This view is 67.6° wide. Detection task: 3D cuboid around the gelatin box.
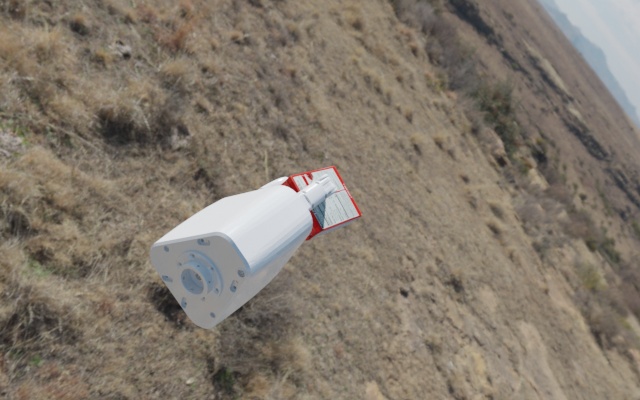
[{"bbox_3d":[0.001,0.002,0.568,0.030,0.073,0.089,-37,-12,38],"label":"gelatin box"}]
